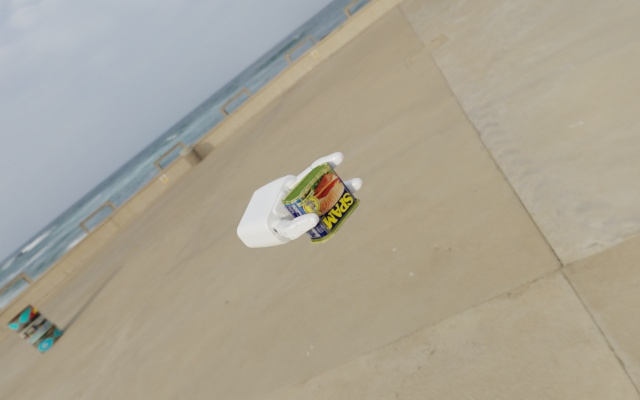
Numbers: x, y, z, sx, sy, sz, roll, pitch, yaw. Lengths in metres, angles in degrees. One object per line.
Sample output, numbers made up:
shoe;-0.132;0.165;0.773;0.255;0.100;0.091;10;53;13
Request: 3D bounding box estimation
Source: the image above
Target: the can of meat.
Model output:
can of meat;0.000;0.002;0.745;0.102;0.084;0.057;-48;19;-29
